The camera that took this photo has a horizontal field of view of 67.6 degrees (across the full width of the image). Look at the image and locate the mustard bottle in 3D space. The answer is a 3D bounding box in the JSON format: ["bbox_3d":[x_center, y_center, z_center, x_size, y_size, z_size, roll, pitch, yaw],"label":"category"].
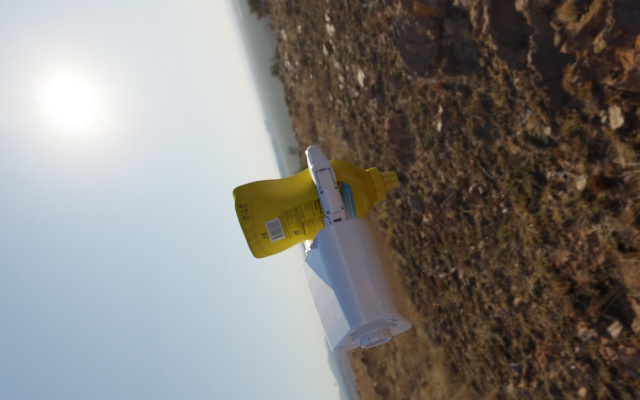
[{"bbox_3d":[0.000,0.002,0.564,0.191,0.096,0.058,-17,38,-4],"label":"mustard bottle"}]
